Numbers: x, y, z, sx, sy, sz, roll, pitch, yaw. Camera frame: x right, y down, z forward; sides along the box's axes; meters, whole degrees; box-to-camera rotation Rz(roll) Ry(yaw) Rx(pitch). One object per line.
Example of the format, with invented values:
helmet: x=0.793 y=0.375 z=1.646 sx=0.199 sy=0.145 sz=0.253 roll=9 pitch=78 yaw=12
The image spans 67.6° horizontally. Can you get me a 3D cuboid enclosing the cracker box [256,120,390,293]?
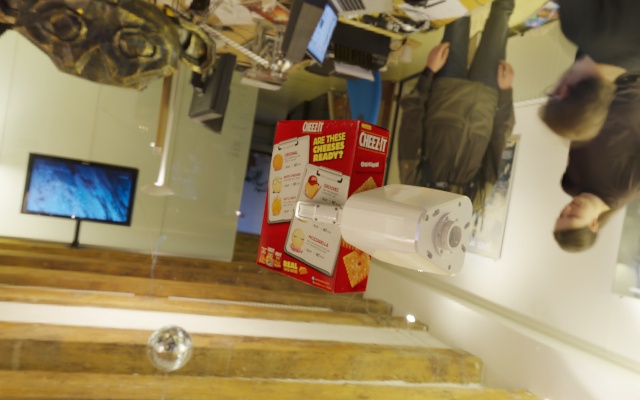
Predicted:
cracker box: x=0.000 y=0.002 z=0.653 sx=0.072 sy=0.213 sz=0.164 roll=8 pitch=1 yaw=-44
